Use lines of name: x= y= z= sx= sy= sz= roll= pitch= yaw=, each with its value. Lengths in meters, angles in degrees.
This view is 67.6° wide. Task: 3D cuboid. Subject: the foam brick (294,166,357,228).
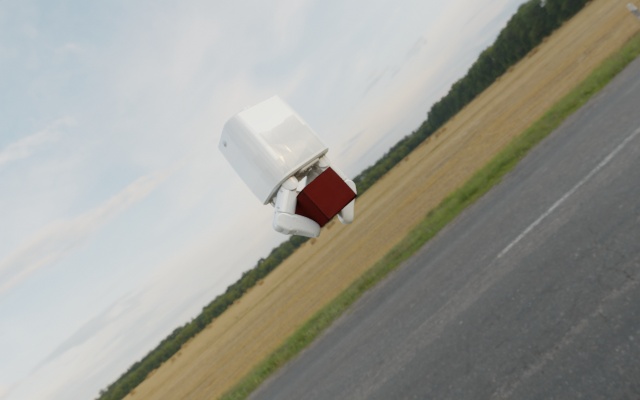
foam brick: x=0.000 y=0.002 z=0.611 sx=0.053 sy=0.051 sz=0.078 roll=-40 pitch=-3 yaw=-26
